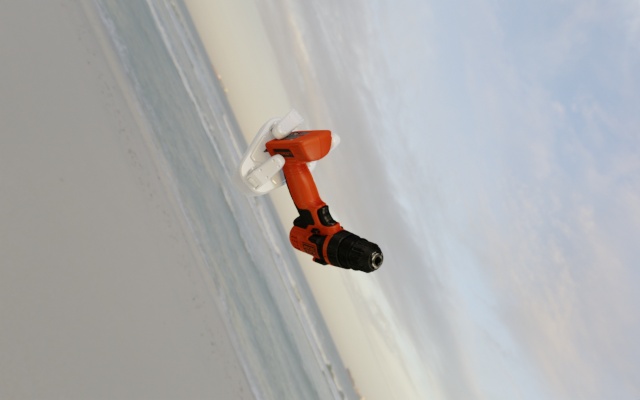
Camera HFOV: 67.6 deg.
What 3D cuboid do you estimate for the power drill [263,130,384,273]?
[{"bbox_3d":[0.000,0.002,0.639,0.057,0.188,0.184,-26,21,-32],"label":"power drill"}]
